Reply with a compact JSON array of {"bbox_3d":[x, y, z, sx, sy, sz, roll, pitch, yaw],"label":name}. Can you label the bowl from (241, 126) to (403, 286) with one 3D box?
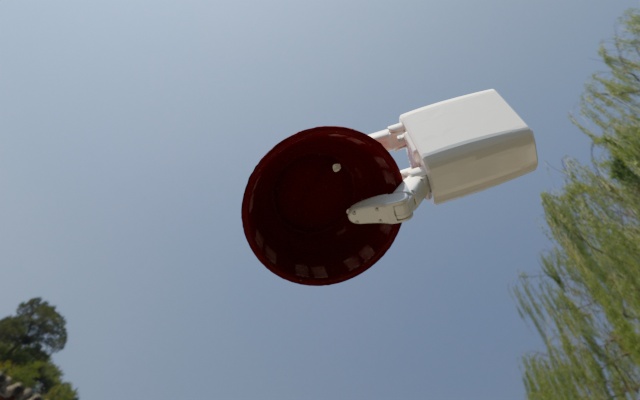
[{"bbox_3d":[-0.001,0.002,0.477,0.162,0.162,0.055,0,18,-15],"label":"bowl"}]
